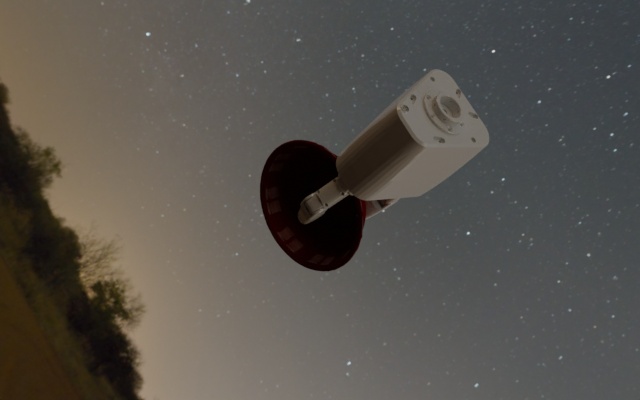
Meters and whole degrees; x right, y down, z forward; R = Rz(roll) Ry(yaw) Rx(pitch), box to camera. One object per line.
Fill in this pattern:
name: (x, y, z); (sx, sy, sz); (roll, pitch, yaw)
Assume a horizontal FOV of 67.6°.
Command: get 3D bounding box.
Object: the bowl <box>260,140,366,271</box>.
bowl: (-0.001, 0.002, 0.585); (0.162, 0.162, 0.055); (0, 15, 41)
